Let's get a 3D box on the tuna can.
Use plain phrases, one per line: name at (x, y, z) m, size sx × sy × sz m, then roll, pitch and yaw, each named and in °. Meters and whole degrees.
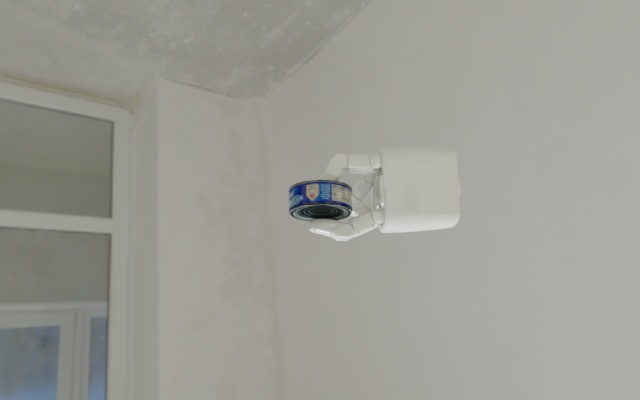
tuna can at (0.000, 0.003, 0.637) m, size 0.086 × 0.033 × 0.086 m, roll -1°, pitch -18°, yaw 0°
